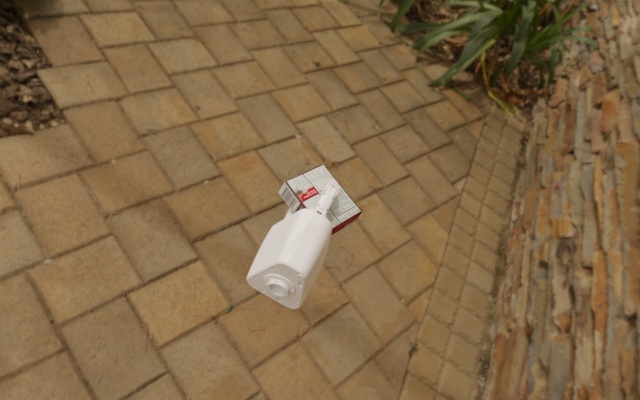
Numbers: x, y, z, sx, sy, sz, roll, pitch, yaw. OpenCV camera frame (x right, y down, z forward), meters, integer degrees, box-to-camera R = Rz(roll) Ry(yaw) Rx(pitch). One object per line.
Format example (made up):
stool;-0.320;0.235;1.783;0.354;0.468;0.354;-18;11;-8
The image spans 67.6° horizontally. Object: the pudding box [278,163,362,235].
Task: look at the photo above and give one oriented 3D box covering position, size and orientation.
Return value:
pudding box;0.000;0.003;0.790;0.090;0.113;0.039;-27;-16;-37
